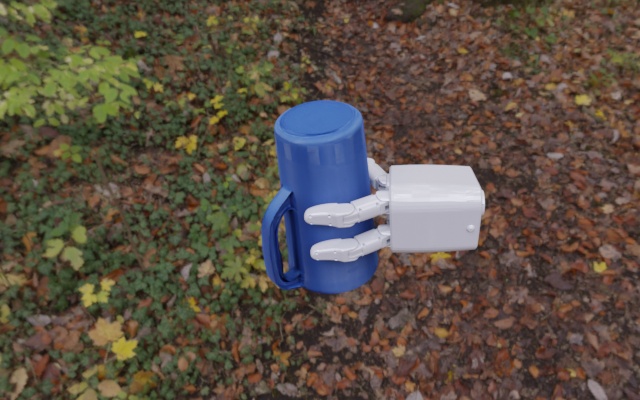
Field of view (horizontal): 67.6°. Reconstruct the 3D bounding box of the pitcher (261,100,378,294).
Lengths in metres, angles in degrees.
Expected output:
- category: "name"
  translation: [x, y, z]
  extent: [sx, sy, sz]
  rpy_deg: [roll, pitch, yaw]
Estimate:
- category: "pitcher"
  translation: [0.000, 0.002, 0.633]
  extent: [0.145, 0.243, 0.149]
  rpy_deg: [0, 37, 9]
